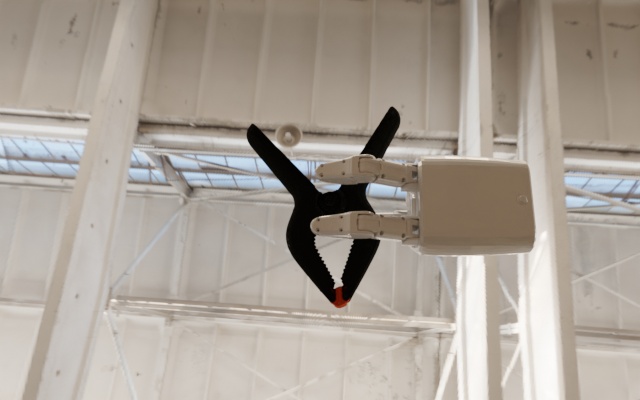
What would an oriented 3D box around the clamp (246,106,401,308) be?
[{"bbox_3d":[0.000,0.002,0.488,0.164,0.210,0.036,0,-17,7],"label":"clamp"}]
